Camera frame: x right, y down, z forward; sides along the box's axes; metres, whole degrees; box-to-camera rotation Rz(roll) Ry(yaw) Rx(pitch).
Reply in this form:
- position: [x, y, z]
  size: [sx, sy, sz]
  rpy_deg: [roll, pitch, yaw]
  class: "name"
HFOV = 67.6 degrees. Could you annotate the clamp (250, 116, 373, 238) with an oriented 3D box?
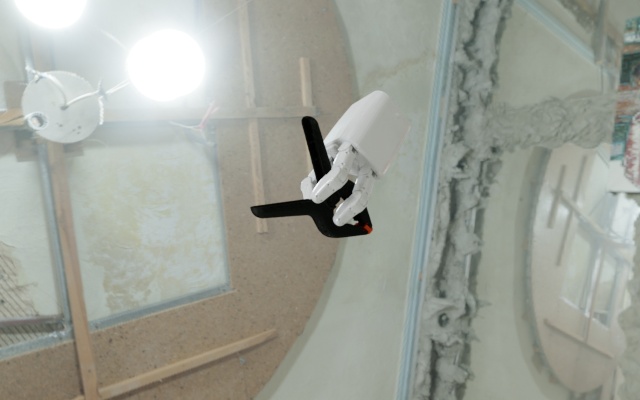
- position: [0.000, 0.002, 0.715]
  size: [0.210, 0.164, 0.036]
  rpy_deg: [46, -20, -31]
  class: "clamp"
